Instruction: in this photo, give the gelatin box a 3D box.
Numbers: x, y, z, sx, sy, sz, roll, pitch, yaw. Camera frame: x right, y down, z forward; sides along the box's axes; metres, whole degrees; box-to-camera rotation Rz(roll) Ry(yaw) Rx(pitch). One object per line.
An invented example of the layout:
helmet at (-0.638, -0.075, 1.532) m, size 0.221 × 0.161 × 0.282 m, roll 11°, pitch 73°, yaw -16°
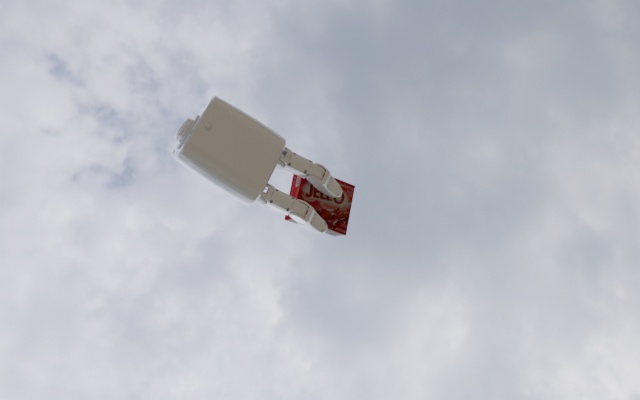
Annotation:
gelatin box at (0.000, 0.002, 0.649) m, size 0.089 × 0.073 × 0.030 m, roll 21°, pitch -18°, yaw -30°
